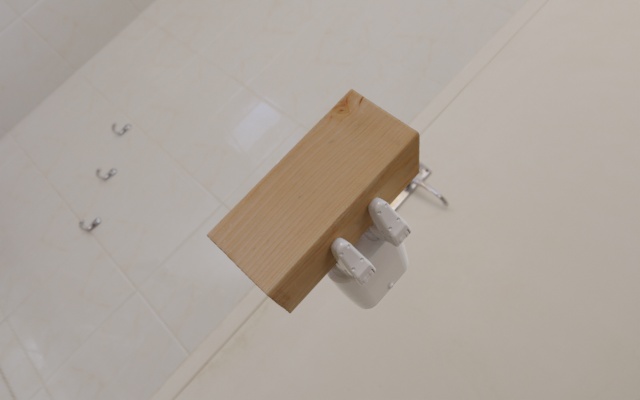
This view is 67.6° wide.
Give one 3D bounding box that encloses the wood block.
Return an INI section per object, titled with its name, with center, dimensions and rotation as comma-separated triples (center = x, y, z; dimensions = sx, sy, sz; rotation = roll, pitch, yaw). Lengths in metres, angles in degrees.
[wood block]
center = 0.000, 0.001, 0.489
dimensions = 0.090, 0.206, 0.090
rotation = 39, -11, 24
